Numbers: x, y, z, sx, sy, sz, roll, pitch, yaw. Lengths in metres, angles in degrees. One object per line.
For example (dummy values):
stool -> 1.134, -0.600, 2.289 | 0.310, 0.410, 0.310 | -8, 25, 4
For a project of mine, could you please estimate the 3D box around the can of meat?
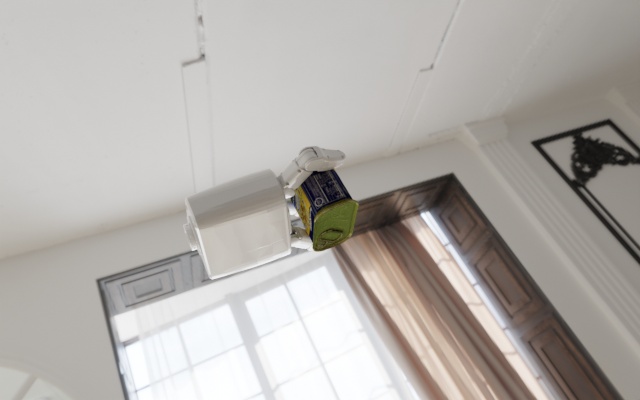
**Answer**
can of meat -> 0.000, 0.002, 0.597 | 0.057, 0.084, 0.102 | -21, -29, -15
